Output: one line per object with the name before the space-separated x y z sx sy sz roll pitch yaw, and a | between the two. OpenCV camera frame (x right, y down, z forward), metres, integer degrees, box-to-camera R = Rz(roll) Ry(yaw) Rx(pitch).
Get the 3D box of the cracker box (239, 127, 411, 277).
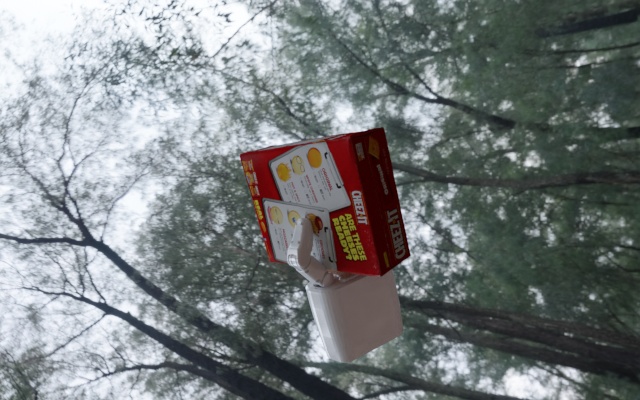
cracker box | 0.000 0.002 0.618 0.072 0.164 0.213 -24 15 -41
